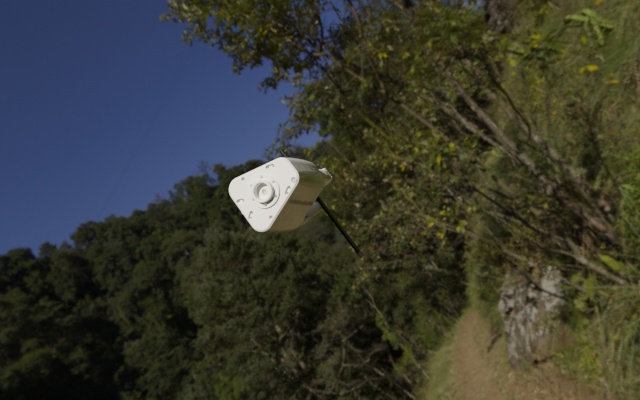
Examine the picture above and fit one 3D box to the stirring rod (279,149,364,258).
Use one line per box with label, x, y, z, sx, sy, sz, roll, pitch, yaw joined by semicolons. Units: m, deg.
stirring rod;0.000;0.003;0.840;0.011;0.239;0.011;-35;-12;-9
